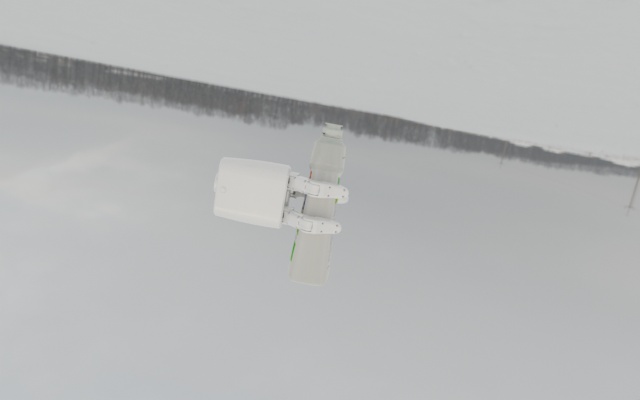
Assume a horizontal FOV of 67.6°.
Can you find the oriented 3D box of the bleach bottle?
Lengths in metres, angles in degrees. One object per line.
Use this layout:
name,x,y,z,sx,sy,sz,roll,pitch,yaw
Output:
bleach bottle,0.000,0.003,0.766,0.068,0.251,0.102,10,11,0
